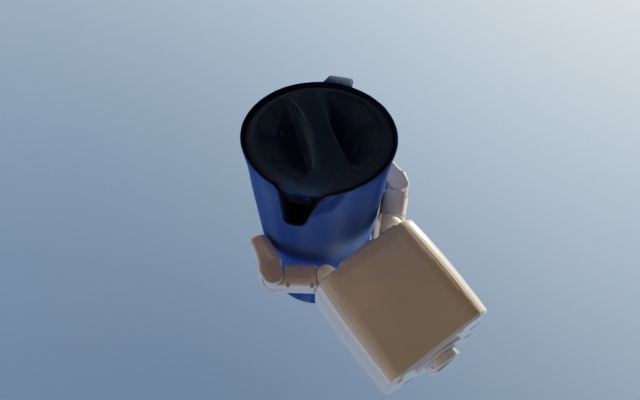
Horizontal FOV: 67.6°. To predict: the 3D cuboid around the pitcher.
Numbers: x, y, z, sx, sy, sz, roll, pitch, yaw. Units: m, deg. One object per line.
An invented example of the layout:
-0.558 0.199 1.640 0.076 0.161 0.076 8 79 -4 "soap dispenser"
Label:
0.000 0.002 0.500 0.149 0.145 0.243 -27 -31 -20 "pitcher"
